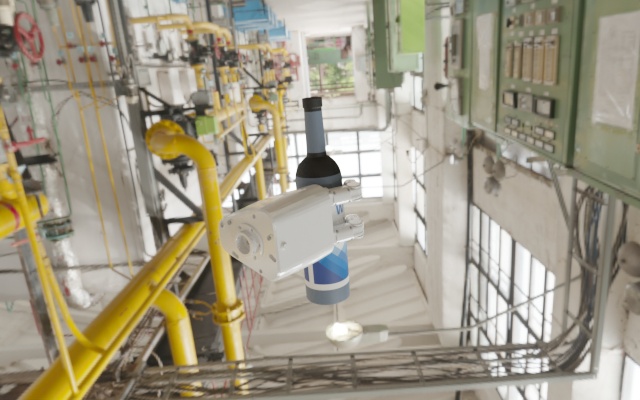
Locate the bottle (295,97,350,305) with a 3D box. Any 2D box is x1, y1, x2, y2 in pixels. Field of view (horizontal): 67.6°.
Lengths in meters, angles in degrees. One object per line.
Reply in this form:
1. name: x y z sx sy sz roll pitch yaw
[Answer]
1. bottle: 0.000 0.002 0.684 0.069 0.296 0.069 -4 16 1
